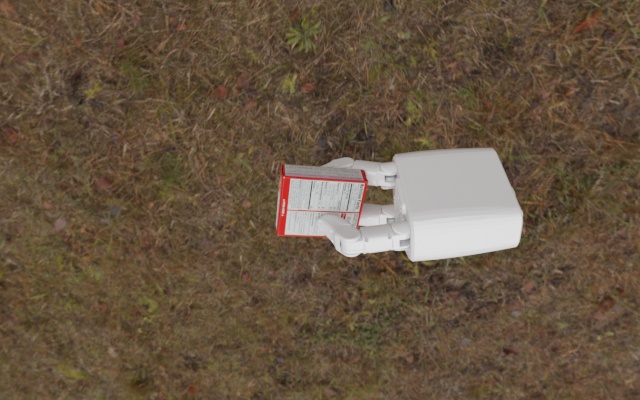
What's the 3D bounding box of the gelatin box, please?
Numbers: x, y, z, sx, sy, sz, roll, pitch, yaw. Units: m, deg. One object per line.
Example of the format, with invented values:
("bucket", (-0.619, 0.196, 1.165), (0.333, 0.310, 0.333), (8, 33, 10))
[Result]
("gelatin box", (0.000, 0.002, 0.502), (0.089, 0.073, 0.030), (2, 33, -10))
